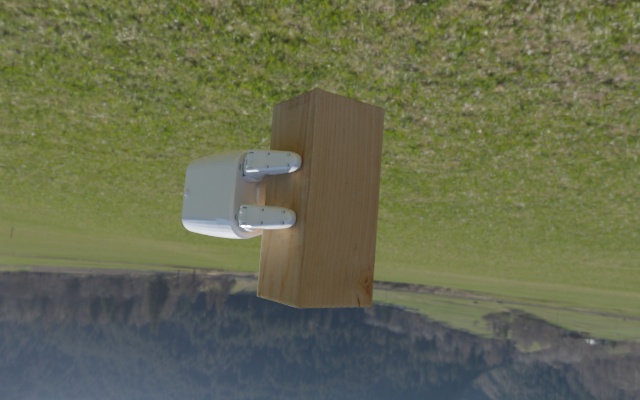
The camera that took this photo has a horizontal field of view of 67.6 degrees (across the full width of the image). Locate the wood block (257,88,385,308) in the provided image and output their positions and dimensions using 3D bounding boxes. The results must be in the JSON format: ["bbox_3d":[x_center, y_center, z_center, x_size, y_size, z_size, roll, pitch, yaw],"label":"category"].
[{"bbox_3d":[0.000,0.002,0.501,0.091,0.206,0.090,8,-6,-34],"label":"wood block"}]
